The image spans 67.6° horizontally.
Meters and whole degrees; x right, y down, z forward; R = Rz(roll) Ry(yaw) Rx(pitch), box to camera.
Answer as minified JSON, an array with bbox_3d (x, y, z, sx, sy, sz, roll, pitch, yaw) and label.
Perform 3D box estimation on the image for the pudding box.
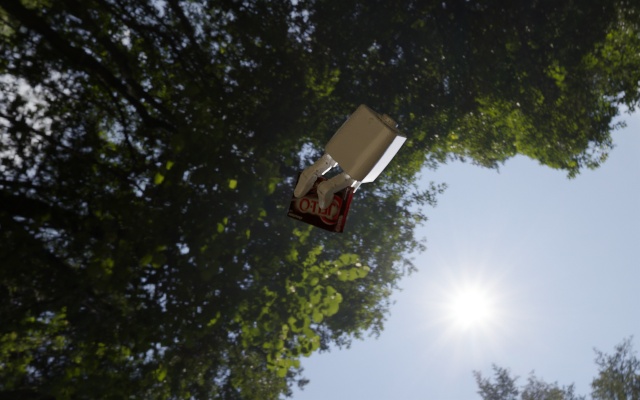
[{"bbox_3d":[0.000,0.003,0.883,0.113,0.090,0.039,17,2,36],"label":"pudding box"}]
